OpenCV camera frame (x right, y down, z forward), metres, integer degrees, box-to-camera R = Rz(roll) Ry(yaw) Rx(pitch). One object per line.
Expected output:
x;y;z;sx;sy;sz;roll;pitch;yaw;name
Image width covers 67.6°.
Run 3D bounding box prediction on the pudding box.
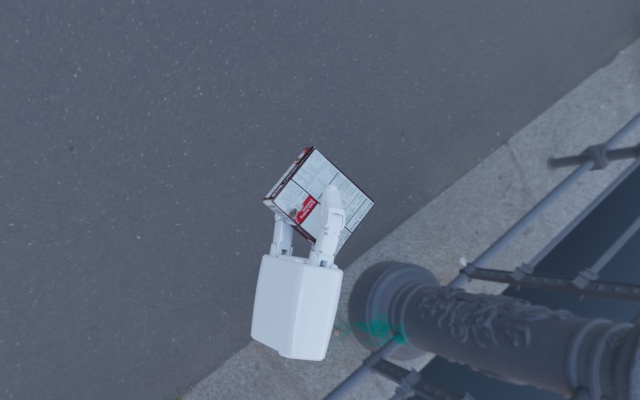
0.000;0.002;0.596;0.113;0.090;0.039;42;-14;-18;pudding box
